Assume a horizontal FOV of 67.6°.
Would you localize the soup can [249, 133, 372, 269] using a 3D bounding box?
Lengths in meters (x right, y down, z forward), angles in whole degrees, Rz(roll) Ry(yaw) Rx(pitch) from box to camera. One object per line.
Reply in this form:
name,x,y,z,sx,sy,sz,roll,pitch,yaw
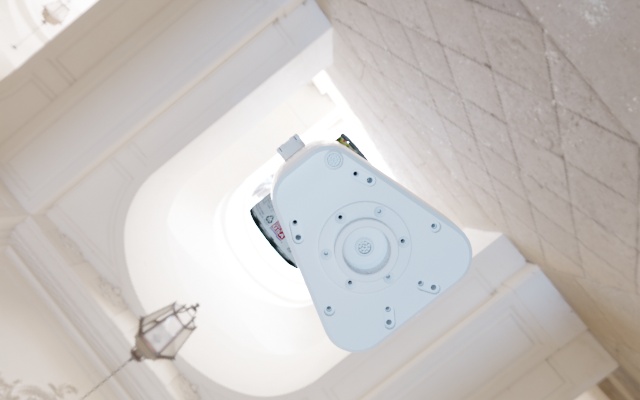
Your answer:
soup can,0.000,0.001,0.404,0.102,0.068,0.068,-39,-2,2
